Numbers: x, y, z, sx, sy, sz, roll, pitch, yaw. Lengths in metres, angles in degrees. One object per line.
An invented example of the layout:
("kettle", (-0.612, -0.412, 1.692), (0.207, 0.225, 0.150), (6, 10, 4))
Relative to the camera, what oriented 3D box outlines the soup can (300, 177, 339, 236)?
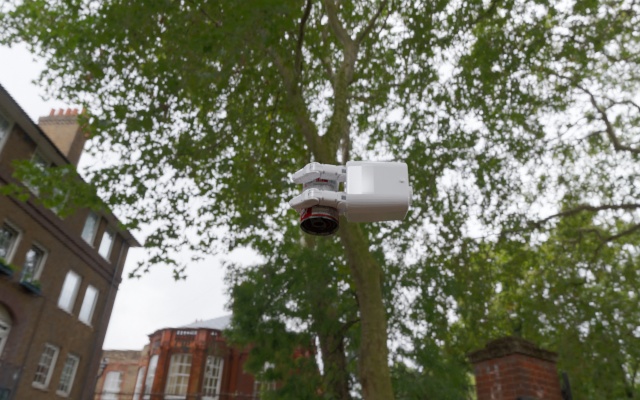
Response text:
("soup can", (0.000, 0.003, 0.855), (0.068, 0.102, 0.068), (2, -31, 1))
